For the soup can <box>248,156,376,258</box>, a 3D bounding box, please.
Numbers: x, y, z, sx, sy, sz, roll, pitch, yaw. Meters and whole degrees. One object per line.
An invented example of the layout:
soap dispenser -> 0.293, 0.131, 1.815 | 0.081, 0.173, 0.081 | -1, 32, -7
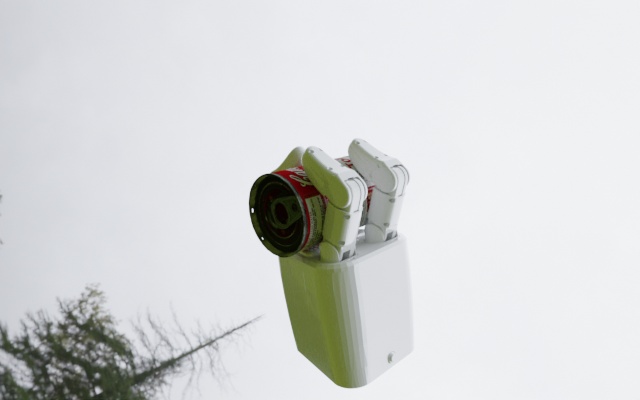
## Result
soup can -> 0.000, 0.001, 0.406 | 0.102, 0.068, 0.068 | -17, 12, -42
